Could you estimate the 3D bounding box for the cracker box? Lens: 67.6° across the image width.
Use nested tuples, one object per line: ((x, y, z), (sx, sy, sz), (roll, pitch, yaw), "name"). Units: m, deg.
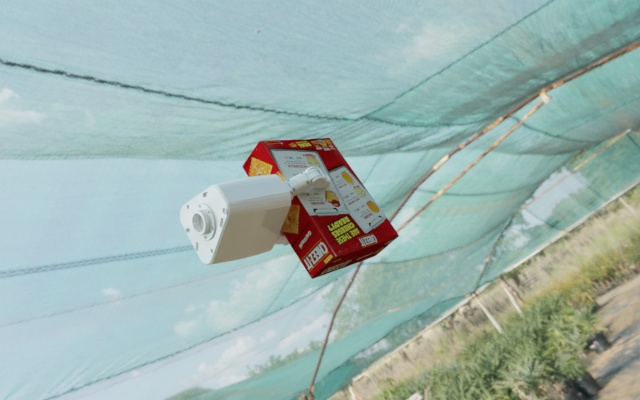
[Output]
((0.000, 0.002, 0.750), (0.164, 0.213, 0.072), (-11, -29, -48), "cracker box")
